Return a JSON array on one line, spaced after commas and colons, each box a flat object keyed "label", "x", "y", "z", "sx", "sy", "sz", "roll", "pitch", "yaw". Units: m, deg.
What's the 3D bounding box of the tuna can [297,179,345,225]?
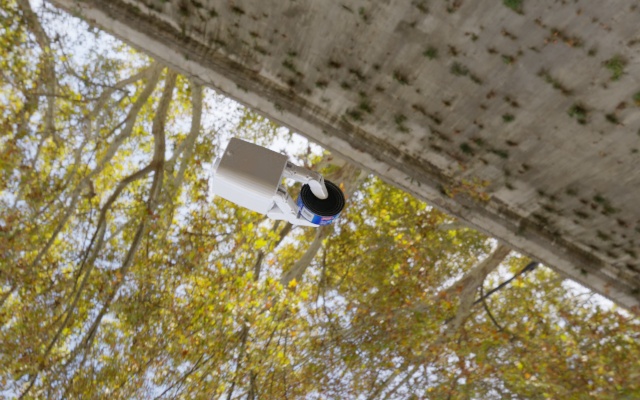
[{"label": "tuna can", "x": 0.000, "y": 0.003, "z": 0.881, "sx": 0.086, "sy": 0.086, "sz": 0.034, "roll": 0, "pitch": -35, "yaw": -20}]
